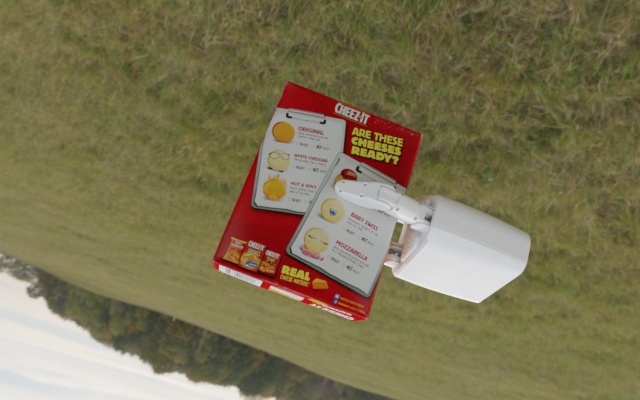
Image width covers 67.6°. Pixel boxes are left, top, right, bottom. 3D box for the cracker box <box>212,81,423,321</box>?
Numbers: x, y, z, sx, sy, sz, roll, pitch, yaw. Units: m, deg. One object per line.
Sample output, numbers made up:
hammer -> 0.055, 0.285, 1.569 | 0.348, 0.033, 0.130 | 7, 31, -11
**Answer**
cracker box -> 0.000, 0.002, 0.519 | 0.164, 0.213, 0.072 | 21, -19, -4
